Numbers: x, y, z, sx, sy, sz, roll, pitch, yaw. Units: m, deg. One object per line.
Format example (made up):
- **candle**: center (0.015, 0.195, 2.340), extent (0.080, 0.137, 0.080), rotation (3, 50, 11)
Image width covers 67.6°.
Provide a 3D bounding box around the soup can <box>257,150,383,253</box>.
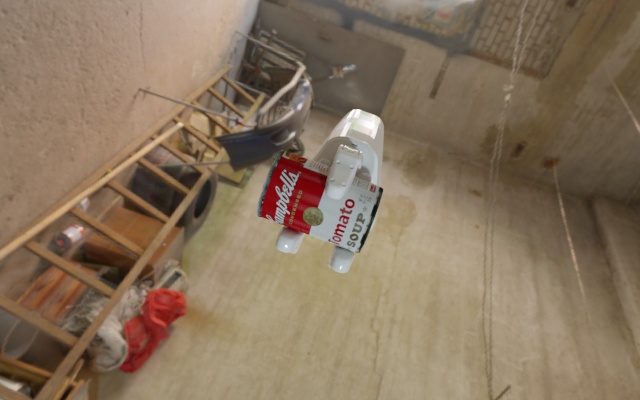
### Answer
- **soup can**: center (0.000, 0.002, 0.450), extent (0.102, 0.068, 0.068), rotation (21, 1, 3)
